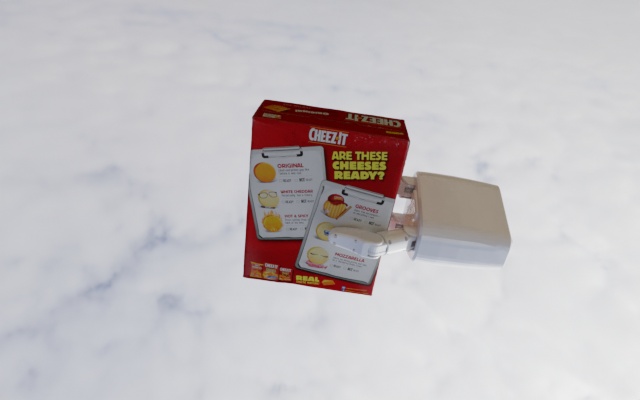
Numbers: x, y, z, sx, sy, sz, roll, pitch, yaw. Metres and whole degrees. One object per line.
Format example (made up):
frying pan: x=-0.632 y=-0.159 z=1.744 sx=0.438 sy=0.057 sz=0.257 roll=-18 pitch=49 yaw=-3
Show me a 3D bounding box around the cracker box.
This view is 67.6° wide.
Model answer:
cracker box: x=0.000 y=0.002 z=0.560 sx=0.164 sy=0.214 sz=0.072 roll=8 pitch=31 yaw=0
